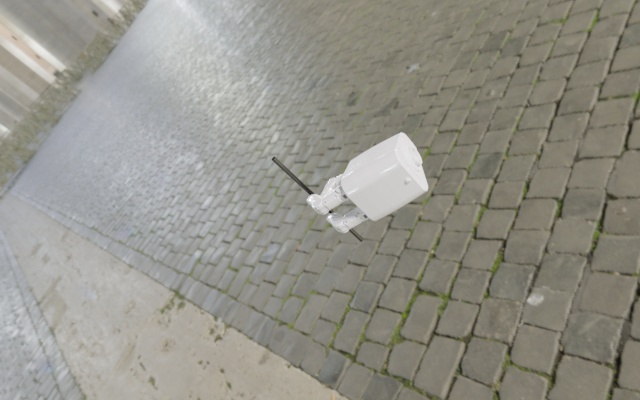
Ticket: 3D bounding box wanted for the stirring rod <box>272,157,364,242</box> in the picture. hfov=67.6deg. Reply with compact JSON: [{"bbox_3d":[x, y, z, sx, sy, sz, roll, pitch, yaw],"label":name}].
[{"bbox_3d":[0.000,0.003,0.842,0.240,0.011,0.011,43,-24,-28],"label":"stirring rod"}]
